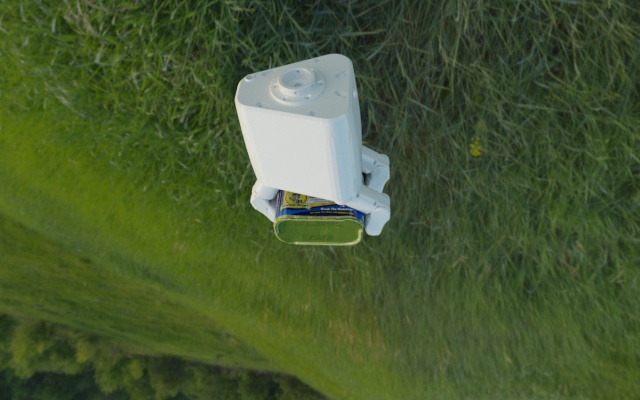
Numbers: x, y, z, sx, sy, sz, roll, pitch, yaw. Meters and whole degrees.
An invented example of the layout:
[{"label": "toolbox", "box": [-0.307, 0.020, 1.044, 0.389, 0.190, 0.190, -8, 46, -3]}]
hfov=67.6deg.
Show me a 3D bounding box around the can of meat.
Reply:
[{"label": "can of meat", "box": [0.000, 0.002, 0.536, 0.102, 0.084, 0.057, 0, -37, 4]}]
